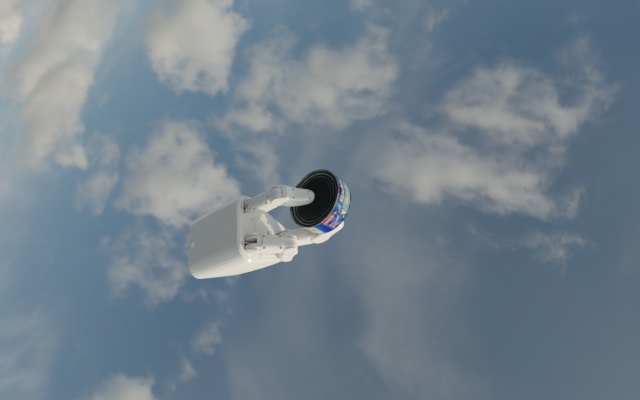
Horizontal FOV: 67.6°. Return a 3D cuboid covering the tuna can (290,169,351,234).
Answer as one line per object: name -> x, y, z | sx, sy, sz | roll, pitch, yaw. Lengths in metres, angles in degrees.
tuna can -> 0.001, 0.002, 0.665 | 0.086, 0.086, 0.034 | 0, -21, 42
